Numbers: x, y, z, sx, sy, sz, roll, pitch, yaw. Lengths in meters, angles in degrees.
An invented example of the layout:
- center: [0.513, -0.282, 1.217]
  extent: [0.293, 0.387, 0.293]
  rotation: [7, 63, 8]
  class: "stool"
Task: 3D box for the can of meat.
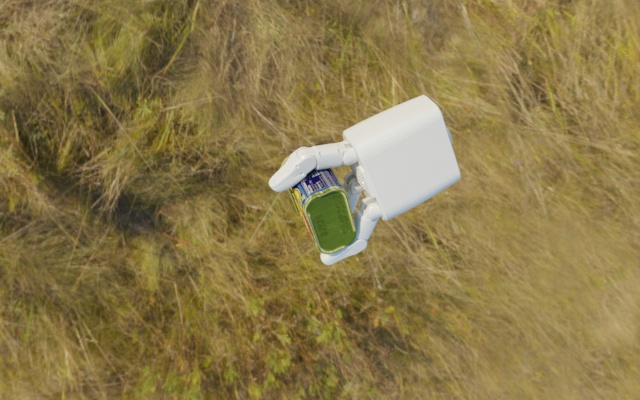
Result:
- center: [0.000, 0.002, 0.570]
  extent: [0.057, 0.102, 0.084]
  rotation: [-24, 43, -6]
  class: "can of meat"
